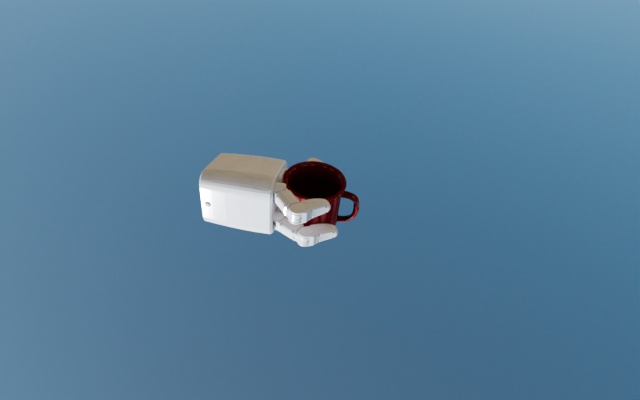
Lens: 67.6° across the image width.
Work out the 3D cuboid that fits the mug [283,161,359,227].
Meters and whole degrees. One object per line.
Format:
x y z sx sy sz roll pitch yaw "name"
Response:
0.002 0.003 0.718 0.117 0.082 0.093 10 41 4 "mug"
